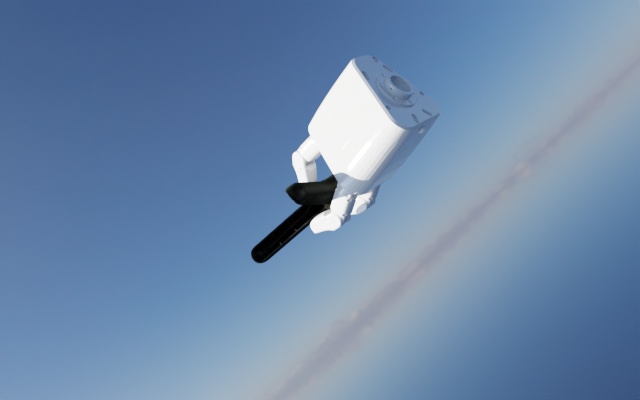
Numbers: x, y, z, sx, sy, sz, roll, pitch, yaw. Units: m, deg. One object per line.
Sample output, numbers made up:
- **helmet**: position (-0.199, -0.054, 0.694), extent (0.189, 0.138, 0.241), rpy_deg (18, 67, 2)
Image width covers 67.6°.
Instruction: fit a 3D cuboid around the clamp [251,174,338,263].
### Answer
- **clamp**: position (0.000, 0.001, 0.632), extent (0.210, 0.036, 0.165), rpy_deg (-30, -16, -44)
